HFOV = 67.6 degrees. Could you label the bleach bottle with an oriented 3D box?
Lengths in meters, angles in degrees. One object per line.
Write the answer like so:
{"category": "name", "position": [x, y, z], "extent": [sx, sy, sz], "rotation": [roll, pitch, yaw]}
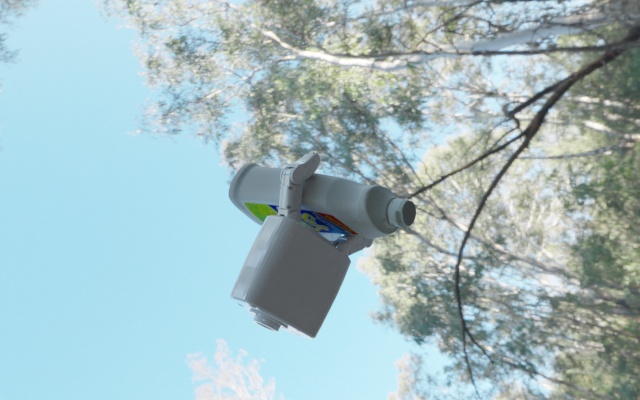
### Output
{"category": "bleach bottle", "position": [0.000, 0.002, 0.597], "extent": [0.251, 0.068, 0.103], "rotation": [4, -31, 43]}
